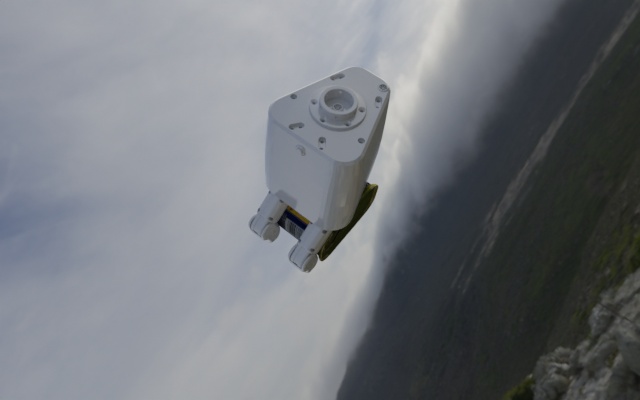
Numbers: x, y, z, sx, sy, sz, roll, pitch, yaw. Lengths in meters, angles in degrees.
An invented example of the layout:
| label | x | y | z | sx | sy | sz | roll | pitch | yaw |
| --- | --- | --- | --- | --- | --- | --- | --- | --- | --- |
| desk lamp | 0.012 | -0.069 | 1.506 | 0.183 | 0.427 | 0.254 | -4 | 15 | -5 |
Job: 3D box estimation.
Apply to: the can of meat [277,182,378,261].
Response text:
| label | x | y | z | sx | sy | sz | roll | pitch | yaw |
| --- | --- | --- | --- | --- | --- | --- | --- | --- | --- |
| can of meat | 0.000 | 0.002 | 0.531 | 0.084 | 0.102 | 0.057 | 36 | -24 | 15 |
